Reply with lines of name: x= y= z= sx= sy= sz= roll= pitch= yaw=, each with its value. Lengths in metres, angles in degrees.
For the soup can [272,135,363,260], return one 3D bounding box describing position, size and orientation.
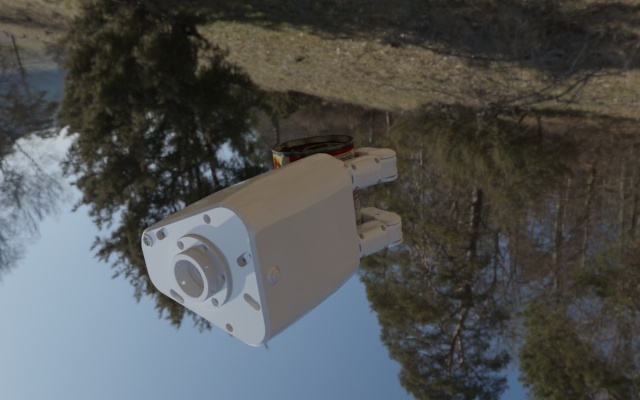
soup can: x=0.000 y=0.001 z=0.403 sx=0.068 sy=0.102 sz=0.068 roll=-7 pitch=16 yaw=2
